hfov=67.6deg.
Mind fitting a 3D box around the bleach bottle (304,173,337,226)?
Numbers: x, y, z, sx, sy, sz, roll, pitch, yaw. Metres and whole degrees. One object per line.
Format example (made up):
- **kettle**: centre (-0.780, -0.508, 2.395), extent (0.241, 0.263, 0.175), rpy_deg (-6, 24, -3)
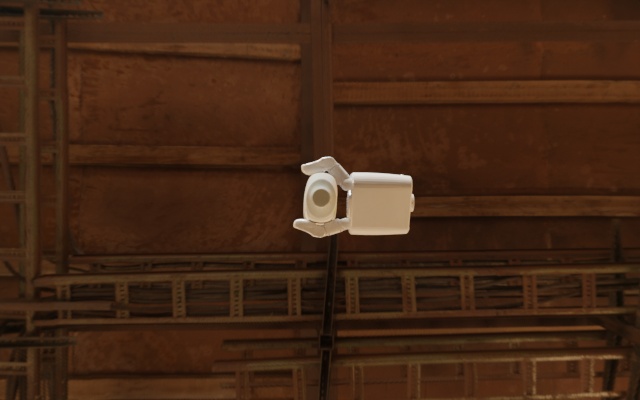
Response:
- **bleach bottle**: centre (0.000, 0.003, 0.871), extent (0.068, 0.102, 0.251), rpy_deg (3, 1, 0)
